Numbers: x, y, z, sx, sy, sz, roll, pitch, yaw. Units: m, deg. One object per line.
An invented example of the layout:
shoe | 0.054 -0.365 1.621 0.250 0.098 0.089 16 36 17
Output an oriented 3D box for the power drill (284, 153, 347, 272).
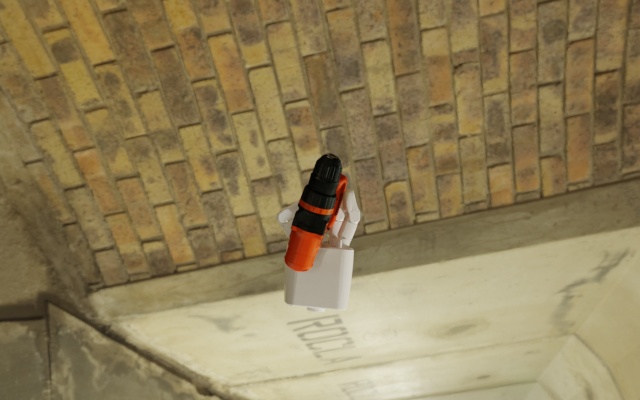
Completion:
power drill | 0.000 0.003 0.765 0.057 0.184 0.187 21 16 5
